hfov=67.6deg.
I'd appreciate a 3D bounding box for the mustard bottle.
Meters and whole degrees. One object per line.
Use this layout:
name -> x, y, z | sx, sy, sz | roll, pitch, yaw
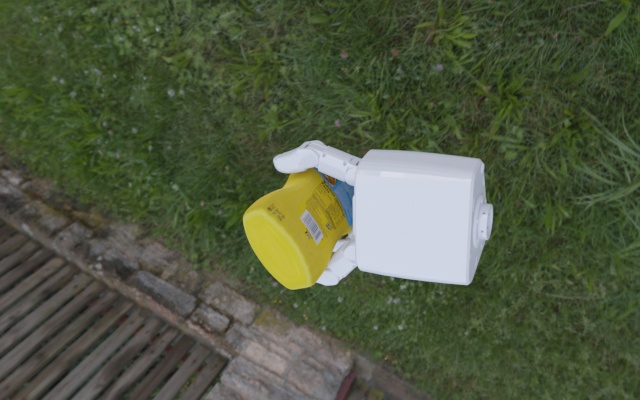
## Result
mustard bottle -> 0.000, 0.002, 0.522 | 0.058, 0.096, 0.191 | -20, 19, 39
